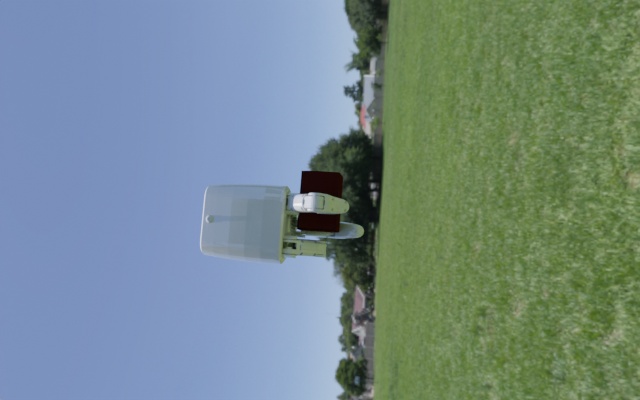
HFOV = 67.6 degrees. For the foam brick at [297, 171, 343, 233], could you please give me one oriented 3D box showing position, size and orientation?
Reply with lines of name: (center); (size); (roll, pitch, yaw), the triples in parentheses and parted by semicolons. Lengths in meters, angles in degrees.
foam brick: (0.000, 0.002, 0.630); (0.051, 0.078, 0.053); (4, -6, 8)
